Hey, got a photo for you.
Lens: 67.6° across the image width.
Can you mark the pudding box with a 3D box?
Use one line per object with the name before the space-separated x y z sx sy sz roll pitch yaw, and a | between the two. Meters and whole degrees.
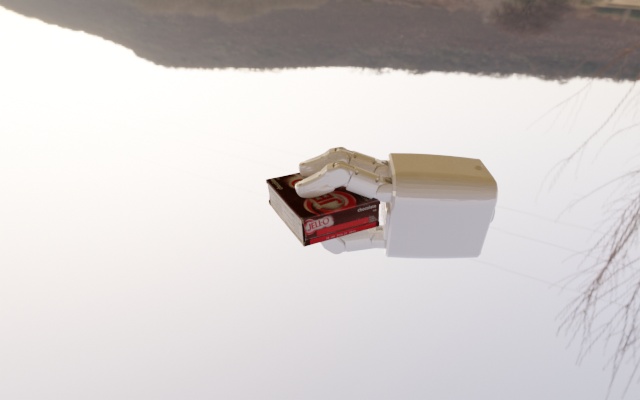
pudding box | 0.000 0.002 0.528 0.090 0.039 0.113 -13 26 -22
